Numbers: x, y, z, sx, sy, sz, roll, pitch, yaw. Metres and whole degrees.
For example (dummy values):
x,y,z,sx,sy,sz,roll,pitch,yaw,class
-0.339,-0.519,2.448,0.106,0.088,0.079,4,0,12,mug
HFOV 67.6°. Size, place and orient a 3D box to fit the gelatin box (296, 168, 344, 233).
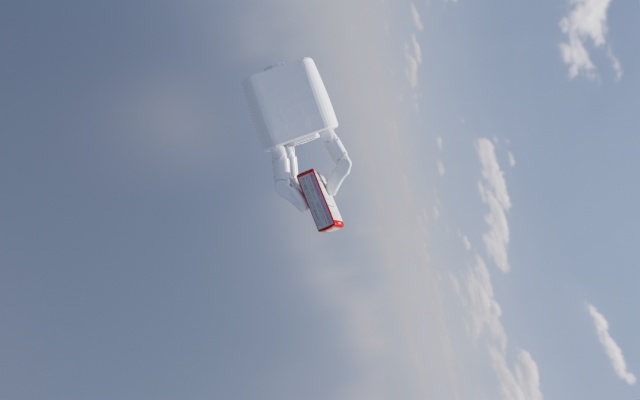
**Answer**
x,y,z,sx,sy,sz,roll,pitch,yaw,class
0.001,0.002,0.702,0.030,0.089,0.073,-24,-9,9,gelatin box
